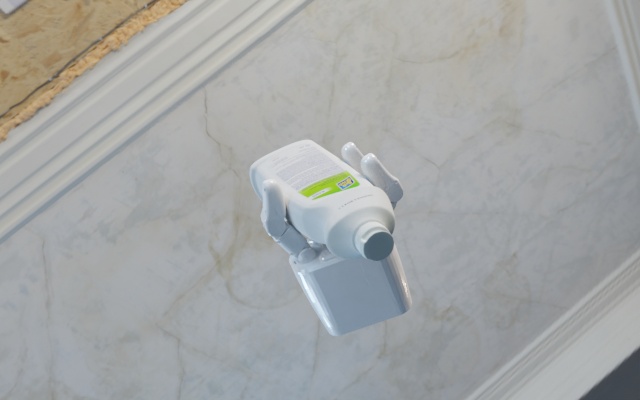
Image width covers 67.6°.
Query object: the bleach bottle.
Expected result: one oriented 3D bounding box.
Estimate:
[{"bbox_3d":[0.000,0.002,0.510,0.102,0.068,0.250,-28,26,-9],"label":"bleach bottle"}]
